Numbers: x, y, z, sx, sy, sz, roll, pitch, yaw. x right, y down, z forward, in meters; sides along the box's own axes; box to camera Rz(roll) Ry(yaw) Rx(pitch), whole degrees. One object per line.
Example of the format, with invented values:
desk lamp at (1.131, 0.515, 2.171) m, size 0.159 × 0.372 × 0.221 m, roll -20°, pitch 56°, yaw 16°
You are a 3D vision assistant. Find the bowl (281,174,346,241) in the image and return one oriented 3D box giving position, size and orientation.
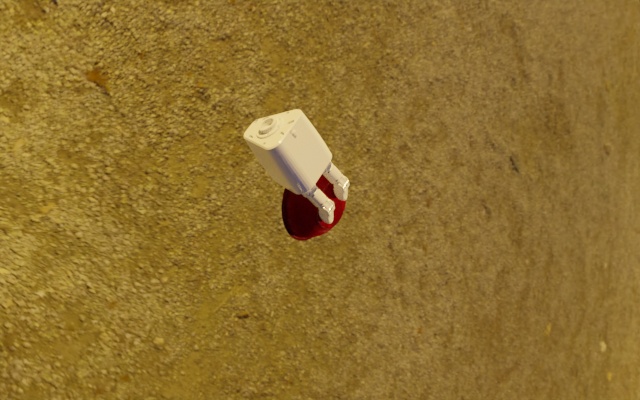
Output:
bowl at (0.001, 0.004, 0.891) m, size 0.055 × 0.162 × 0.162 m, roll 14°, pitch 8°, yaw 35°
